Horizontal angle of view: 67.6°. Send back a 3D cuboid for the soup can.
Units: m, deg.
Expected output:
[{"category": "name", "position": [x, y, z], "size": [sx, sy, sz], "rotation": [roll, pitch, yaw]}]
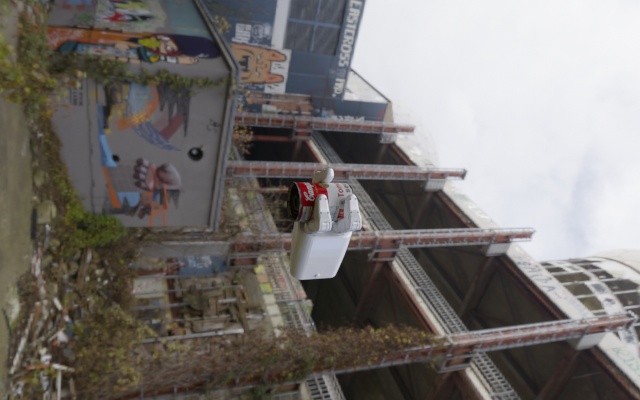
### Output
[{"category": "soup can", "position": [0.000, 0.002, 0.827], "size": [0.102, 0.068, 0.068], "rotation": [0, 0, -22]}]
